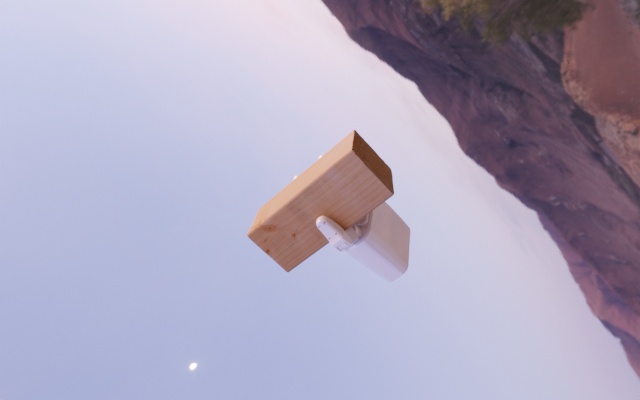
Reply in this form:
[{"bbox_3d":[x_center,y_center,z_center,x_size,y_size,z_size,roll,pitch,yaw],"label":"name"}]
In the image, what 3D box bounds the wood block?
[{"bbox_3d":[0.000,0.003,0.713,0.206,0.090,0.090,-39,17,21],"label":"wood block"}]
